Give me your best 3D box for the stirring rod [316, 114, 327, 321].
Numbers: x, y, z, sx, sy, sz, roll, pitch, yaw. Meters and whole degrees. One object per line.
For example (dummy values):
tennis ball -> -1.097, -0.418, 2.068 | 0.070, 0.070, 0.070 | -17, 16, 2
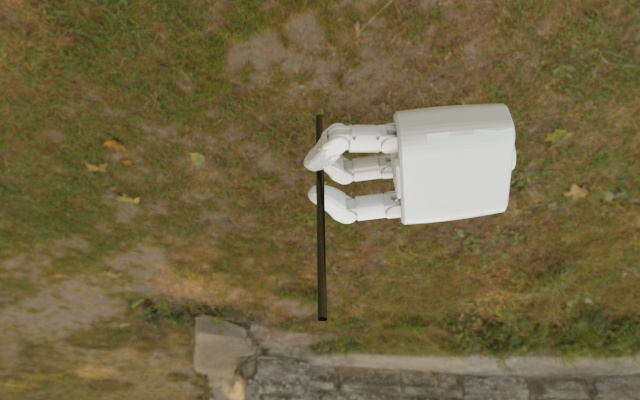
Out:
stirring rod -> 0.000, 0.001, 0.461 | 0.011, 0.239, 0.011 | -1, -38, 0
